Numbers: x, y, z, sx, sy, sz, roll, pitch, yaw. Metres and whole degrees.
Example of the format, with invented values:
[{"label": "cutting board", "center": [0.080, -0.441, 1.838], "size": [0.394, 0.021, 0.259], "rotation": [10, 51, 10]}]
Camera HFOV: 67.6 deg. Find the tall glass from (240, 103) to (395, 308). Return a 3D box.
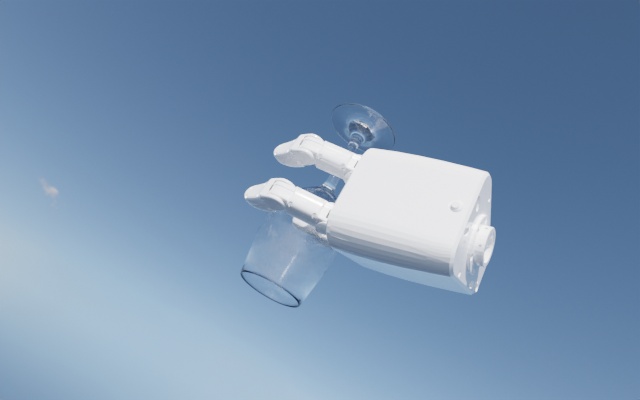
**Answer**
[{"label": "tall glass", "center": [0.000, 0.001, 0.466], "size": [0.079, 0.201, 0.079], "rotation": [25, -25, 13]}]
